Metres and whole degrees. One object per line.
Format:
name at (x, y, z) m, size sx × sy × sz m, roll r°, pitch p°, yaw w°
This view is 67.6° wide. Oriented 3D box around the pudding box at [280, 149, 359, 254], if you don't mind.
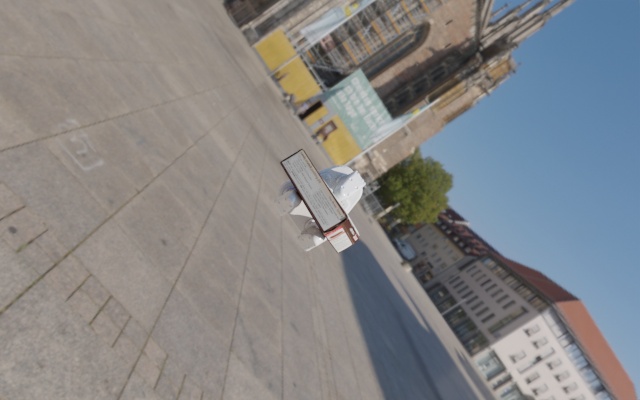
pudding box at (0.000, 0.002, 0.594) m, size 0.039 × 0.113 × 0.090 m, roll -34°, pitch -24°, yaw 0°
